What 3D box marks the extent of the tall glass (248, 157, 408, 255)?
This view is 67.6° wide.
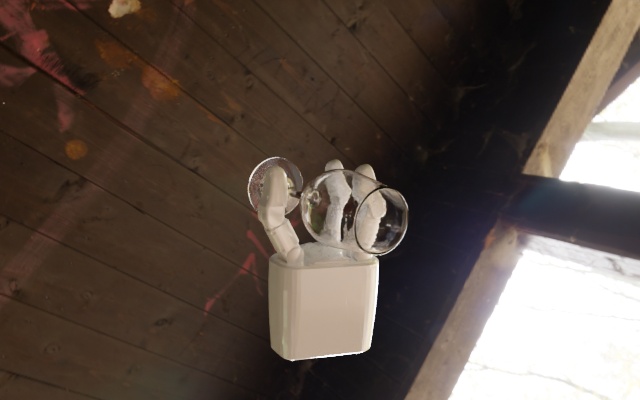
[{"bbox_3d":[0.000,0.001,0.499,0.079,0.079,0.201,0,10,-34],"label":"tall glass"}]
